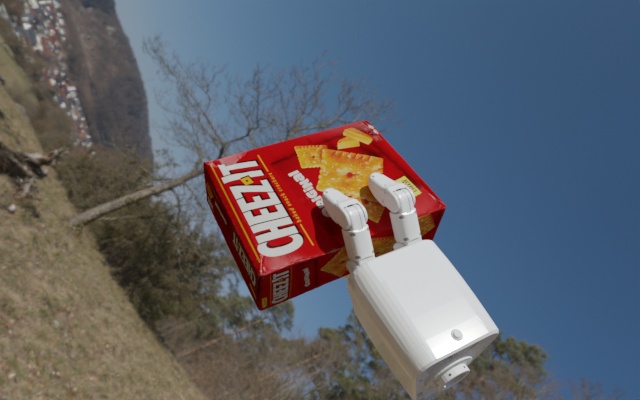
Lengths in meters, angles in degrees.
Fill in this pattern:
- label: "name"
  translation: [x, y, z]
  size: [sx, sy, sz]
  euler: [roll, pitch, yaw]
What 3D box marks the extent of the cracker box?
- label: "cracker box"
  translation: [0.000, 0.002, 0.526]
  size: [0.213, 0.072, 0.164]
  euler: [-18, 52, -22]
